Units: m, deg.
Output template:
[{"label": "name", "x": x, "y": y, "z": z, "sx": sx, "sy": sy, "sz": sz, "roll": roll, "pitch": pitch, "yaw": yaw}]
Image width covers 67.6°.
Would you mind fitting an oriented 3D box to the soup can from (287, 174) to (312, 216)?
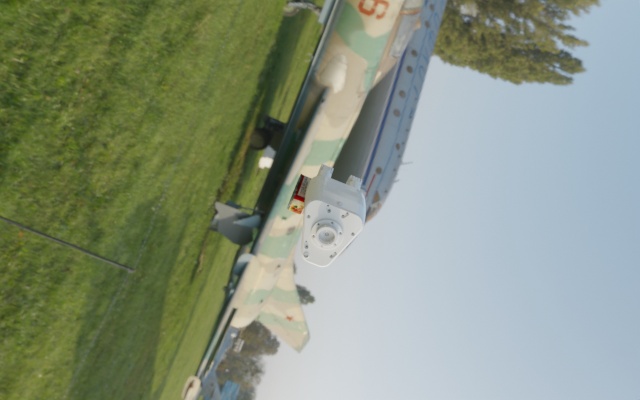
[{"label": "soup can", "x": 0.000, "y": 0.003, "z": 0.838, "sx": 0.102, "sy": 0.068, "sz": 0.068, "roll": 22, "pitch": -2, "yaw": -4}]
